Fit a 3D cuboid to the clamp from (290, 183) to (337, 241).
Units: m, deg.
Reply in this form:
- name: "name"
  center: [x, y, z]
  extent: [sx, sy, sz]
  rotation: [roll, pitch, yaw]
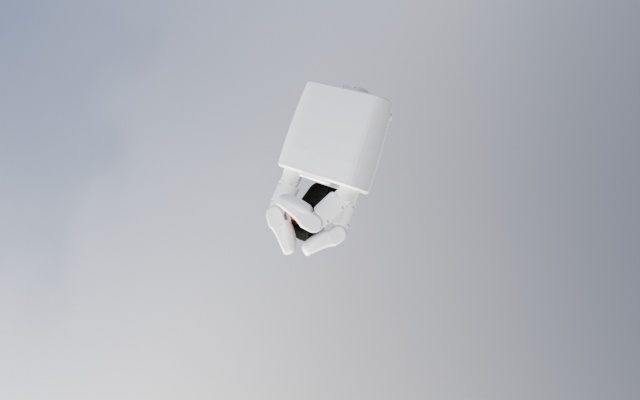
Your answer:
- name: "clamp"
  center: [-0.001, 0.002, 0.635]
  extent: [0.039, 0.120, 0.171]
  rotation: [18, 2, 7]
